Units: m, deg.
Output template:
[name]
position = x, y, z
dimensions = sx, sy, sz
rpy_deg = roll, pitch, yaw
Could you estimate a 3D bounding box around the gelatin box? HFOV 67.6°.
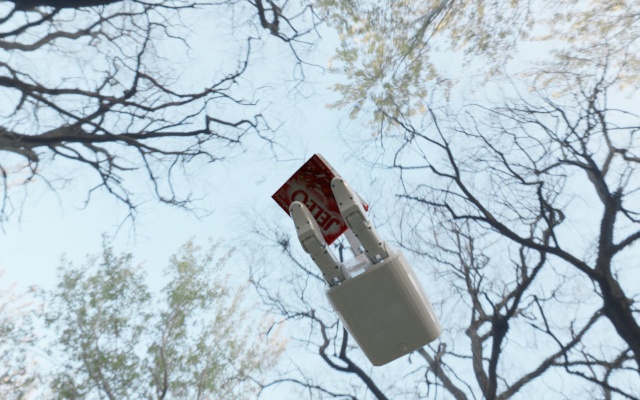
[gelatin box]
position = 0.000, 0.001, 0.548
dimensions = 0.073, 0.089, 0.030
rpy_deg = -43, -3, 13
